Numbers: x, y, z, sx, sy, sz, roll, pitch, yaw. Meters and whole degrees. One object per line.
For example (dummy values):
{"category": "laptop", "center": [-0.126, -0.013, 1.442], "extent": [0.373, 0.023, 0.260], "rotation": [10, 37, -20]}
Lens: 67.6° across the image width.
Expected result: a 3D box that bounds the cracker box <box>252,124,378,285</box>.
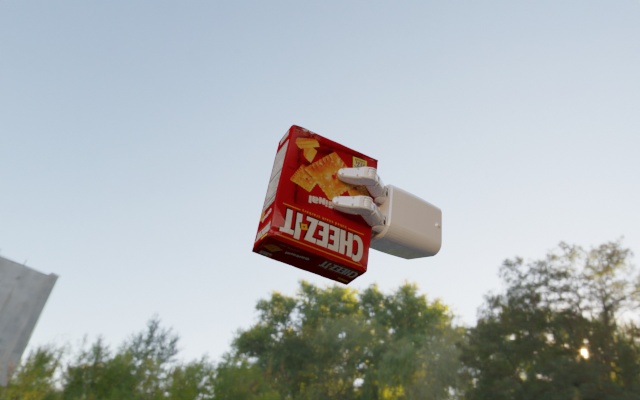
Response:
{"category": "cracker box", "center": [0.000, 0.002, 0.751], "extent": [0.164, 0.213, 0.072], "rotation": [22, -36, -18]}
